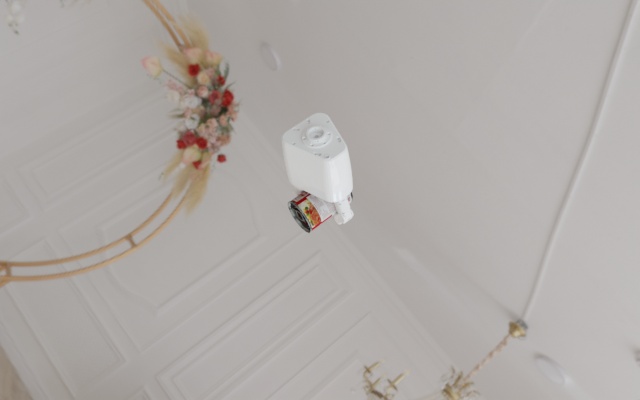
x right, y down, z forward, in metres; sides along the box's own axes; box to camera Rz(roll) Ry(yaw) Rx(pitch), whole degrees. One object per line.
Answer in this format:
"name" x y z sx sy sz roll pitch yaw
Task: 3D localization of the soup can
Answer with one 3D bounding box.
"soup can" 0.000 0.003 0.875 0.102 0.068 0.068 -36 13 -18
